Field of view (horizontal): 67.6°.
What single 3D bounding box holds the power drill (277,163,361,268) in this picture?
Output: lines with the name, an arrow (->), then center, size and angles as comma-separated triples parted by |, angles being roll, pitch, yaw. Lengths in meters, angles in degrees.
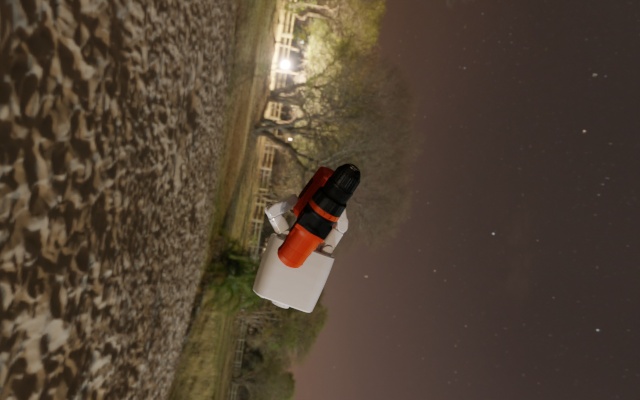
power drill -> 0.000, 0.003, 0.773 | 0.057, 0.184, 0.187 | 35, 15, -7
